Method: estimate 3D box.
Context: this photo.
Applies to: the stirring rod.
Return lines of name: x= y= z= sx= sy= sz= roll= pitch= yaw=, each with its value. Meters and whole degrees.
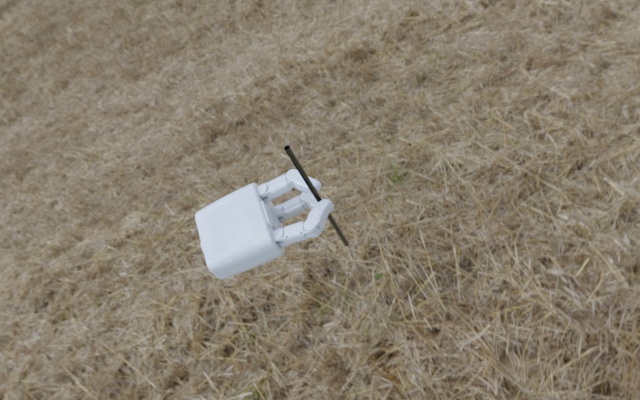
stirring rod: x=0.000 y=0.002 z=0.700 sx=0.011 sy=0.011 sz=0.240 roll=0 pitch=-36 yaw=26
